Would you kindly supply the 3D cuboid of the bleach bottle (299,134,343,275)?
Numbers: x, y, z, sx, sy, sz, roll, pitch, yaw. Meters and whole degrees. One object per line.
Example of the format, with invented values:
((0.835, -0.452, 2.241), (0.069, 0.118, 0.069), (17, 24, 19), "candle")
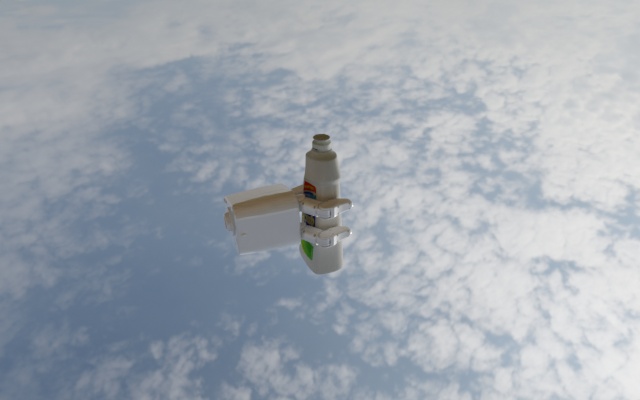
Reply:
((0.000, 0.003, 0.833), (0.068, 0.251, 0.102), (-12, 32, -18), "bleach bottle")
